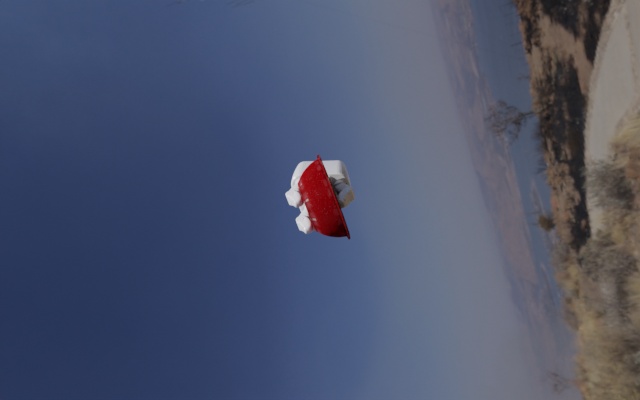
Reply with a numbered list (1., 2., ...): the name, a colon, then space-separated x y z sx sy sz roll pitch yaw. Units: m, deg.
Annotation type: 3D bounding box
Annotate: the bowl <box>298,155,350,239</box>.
1. bowl: 0.000 0.003 0.851 0.055 0.162 0.162 -21 0 -1
